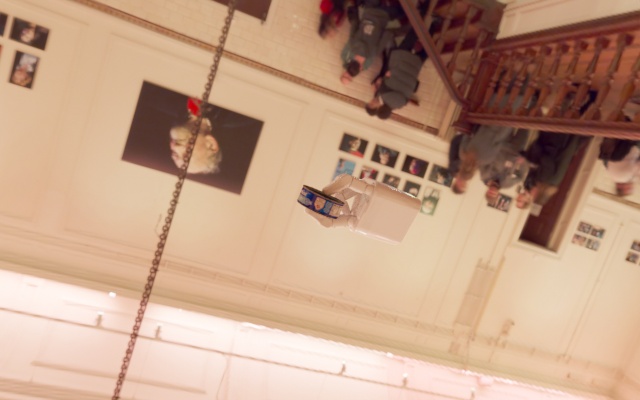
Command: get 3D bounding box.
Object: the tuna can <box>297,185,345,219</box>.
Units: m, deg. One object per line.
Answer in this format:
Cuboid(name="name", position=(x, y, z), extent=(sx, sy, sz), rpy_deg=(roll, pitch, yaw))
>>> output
Cuboid(name="tuna can", position=(0.000, 0.003, 0.893), extent=(0.086, 0.034, 0.086), rpy_deg=(24, 6, -3))
